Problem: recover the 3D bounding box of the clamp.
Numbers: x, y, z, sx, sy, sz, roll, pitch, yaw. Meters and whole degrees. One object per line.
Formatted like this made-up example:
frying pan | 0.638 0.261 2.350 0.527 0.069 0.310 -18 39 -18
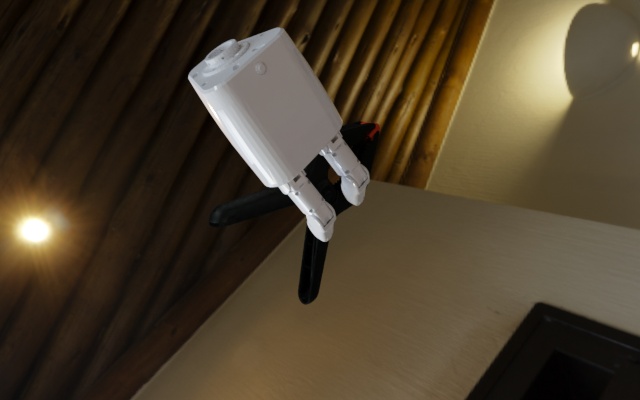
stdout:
clamp | 0.000 0.001 0.519 0.036 0.210 0.165 20 -29 49
